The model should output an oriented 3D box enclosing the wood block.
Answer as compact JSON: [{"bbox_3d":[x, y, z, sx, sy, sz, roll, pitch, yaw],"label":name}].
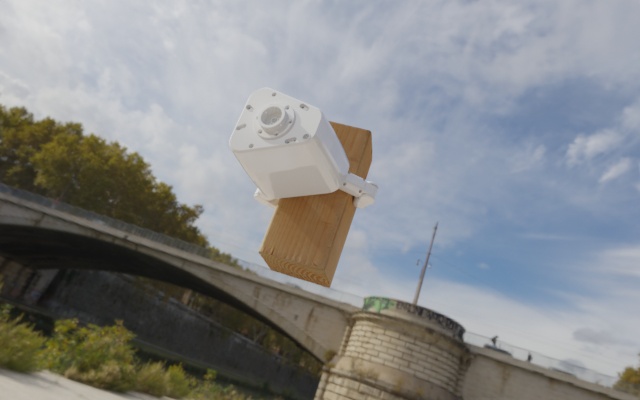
[{"bbox_3d":[0.000,0.002,0.660,0.091,0.206,0.090,15,-22,13],"label":"wood block"}]
